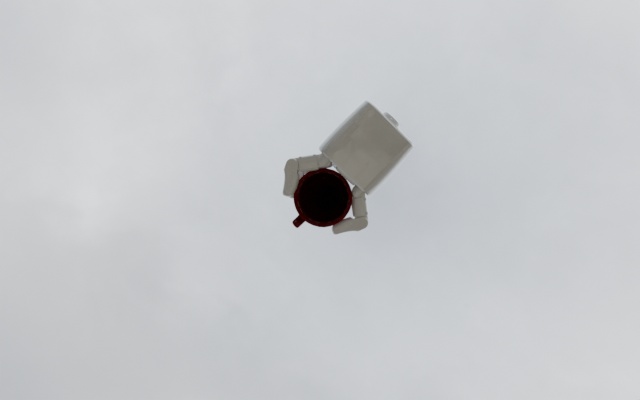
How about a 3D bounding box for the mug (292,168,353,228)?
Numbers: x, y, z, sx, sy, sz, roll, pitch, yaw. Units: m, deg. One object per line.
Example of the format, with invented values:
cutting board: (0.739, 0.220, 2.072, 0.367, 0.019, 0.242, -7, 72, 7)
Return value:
mug: (-0.001, 0.004, 0.788, 0.093, 0.117, 0.081, 44, 7, 3)
